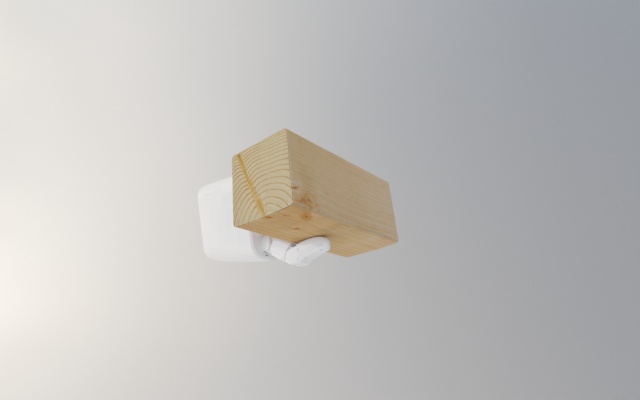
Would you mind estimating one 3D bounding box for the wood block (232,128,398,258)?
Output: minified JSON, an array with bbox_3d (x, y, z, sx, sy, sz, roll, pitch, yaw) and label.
[{"bbox_3d":[0.000,0.002,0.585,0.090,0.090,0.206,-21,-27,34],"label":"wood block"}]
